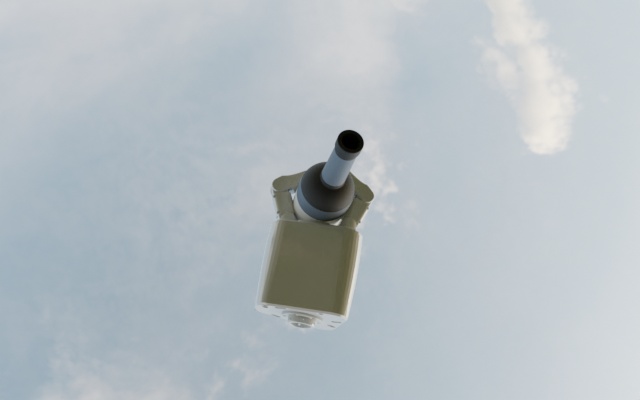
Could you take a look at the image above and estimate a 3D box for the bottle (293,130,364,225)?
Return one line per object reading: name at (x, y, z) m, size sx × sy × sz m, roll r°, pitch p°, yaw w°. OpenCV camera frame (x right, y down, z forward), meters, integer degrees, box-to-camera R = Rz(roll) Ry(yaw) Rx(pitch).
bottle at (0.000, 0.002, 0.599) m, size 0.069 × 0.069 × 0.296 m, roll 0°, pitch -24°, yaw -13°
